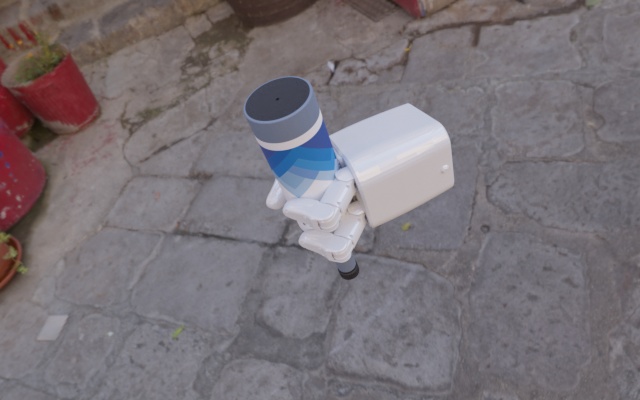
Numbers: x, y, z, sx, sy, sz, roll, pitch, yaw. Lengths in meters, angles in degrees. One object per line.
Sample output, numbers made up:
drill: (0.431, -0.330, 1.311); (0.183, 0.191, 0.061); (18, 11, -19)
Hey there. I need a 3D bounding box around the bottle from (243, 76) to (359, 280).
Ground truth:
bottle: (0.000, 0.002, 0.538); (0.069, 0.069, 0.296); (0, -40, 20)
